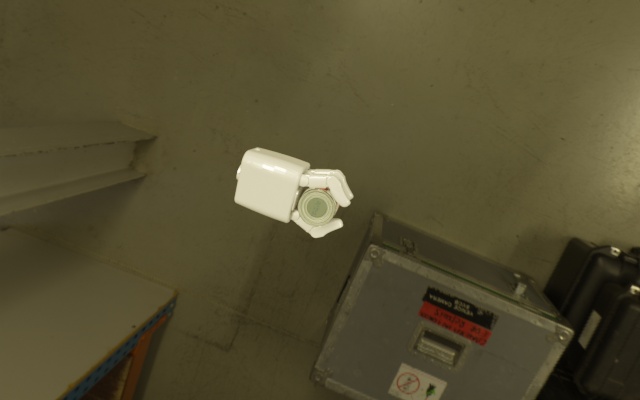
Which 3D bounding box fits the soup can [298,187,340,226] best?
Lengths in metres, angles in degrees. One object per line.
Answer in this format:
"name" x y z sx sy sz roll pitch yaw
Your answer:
"soup can" 0.001 0.003 0.864 0.068 0.068 0.102 0 11 9
